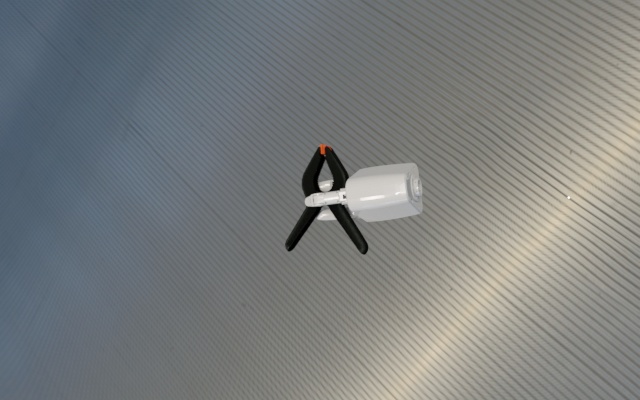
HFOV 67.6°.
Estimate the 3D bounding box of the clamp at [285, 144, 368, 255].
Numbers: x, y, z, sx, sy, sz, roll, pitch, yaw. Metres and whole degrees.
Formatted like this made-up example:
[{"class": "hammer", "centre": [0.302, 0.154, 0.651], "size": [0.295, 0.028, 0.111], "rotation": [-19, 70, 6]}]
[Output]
[{"class": "clamp", "centre": [0.000, 0.002, 0.895], "size": [0.164, 0.210, 0.036], "rotation": [-8, -3, 22]}]
